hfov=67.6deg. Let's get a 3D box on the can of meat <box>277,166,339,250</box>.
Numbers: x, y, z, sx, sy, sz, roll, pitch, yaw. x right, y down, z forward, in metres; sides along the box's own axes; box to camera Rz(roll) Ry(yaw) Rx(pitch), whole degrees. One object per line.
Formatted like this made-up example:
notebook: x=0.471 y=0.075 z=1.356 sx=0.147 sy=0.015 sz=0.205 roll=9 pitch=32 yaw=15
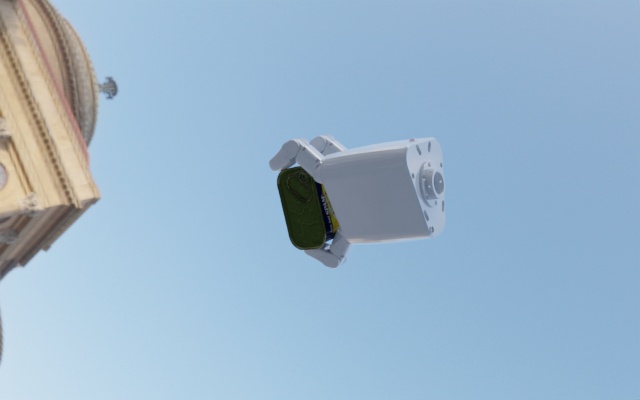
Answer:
can of meat: x=0.000 y=0.002 z=0.604 sx=0.057 sy=0.102 sz=0.084 roll=-9 pitch=6 yaw=39
